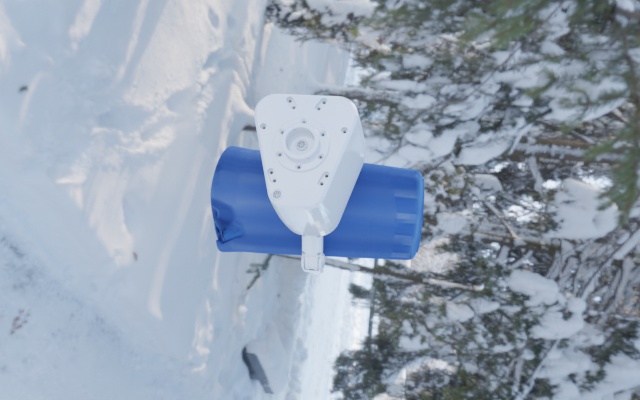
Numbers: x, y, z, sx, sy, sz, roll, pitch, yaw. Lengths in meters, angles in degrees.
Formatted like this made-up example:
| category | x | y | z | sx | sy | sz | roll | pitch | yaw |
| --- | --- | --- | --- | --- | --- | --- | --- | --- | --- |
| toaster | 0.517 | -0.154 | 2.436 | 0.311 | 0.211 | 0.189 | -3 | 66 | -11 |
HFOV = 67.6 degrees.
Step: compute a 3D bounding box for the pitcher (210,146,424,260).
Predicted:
| category | x | y | z | sx | sy | sz | roll | pitch | yaw |
| --- | --- | --- | --- | --- | --- | --- | --- | --- | --- |
| pitcher | 0.000 | 0.002 | 0.590 | 0.243 | 0.149 | 0.145 | 5 | -15 | 8 |
